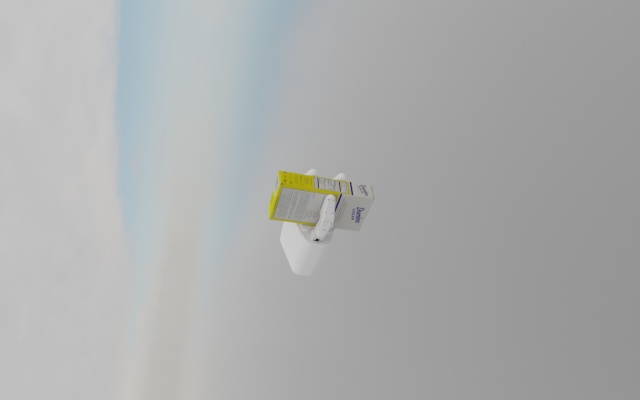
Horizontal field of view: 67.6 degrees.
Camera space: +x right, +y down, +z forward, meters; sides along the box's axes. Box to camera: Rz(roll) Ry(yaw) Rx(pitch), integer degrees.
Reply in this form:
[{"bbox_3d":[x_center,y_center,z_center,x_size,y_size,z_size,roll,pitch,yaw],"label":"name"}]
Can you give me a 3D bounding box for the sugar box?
[{"bbox_3d":[0.000,0.003,0.879,0.176,0.048,0.093,7,-46,-16],"label":"sugar box"}]
